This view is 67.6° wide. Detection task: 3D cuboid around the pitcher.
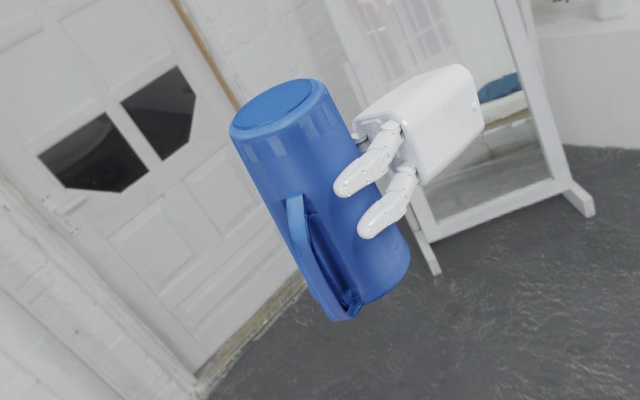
[{"bbox_3d":[0.000,0.002,0.522,0.145,0.243,0.149,-38,33,-16],"label":"pitcher"}]
